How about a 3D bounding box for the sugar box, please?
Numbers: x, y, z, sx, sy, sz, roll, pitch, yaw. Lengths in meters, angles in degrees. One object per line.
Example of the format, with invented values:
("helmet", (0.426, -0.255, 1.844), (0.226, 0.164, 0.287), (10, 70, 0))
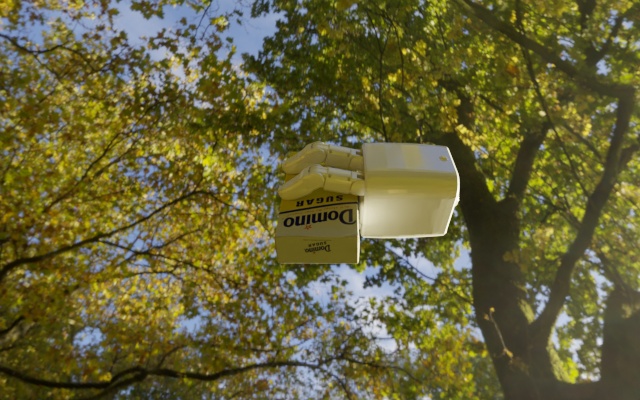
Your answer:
("sugar box", (0.000, 0.001, 0.584), (0.093, 0.048, 0.176), (-1, 35, 3))
